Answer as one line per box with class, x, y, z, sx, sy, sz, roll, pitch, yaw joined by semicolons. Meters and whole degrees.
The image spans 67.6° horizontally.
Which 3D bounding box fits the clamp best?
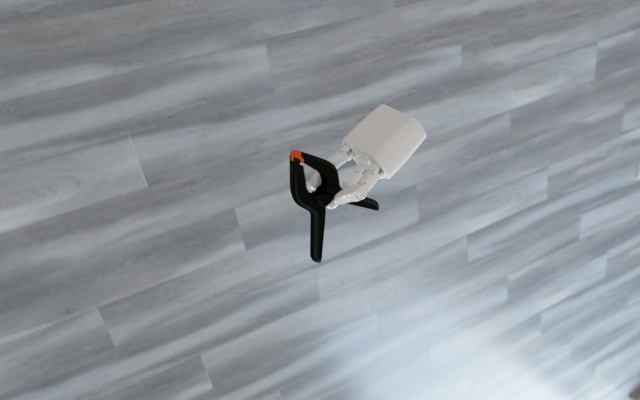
clamp;0.000;0.002;0.848;0.210;0.164;0.036;49;-12;-32
